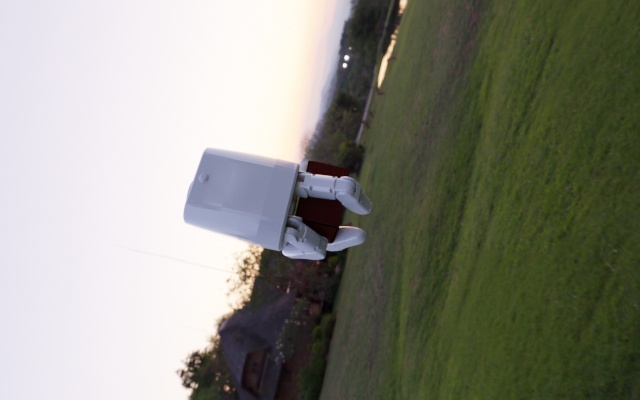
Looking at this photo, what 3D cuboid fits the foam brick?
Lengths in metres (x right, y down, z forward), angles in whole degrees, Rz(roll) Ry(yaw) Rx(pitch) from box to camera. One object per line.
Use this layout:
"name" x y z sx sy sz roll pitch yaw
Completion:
"foam brick" 0.000 0.002 0.556 0.051 0.078 0.053 13 -26 -1
